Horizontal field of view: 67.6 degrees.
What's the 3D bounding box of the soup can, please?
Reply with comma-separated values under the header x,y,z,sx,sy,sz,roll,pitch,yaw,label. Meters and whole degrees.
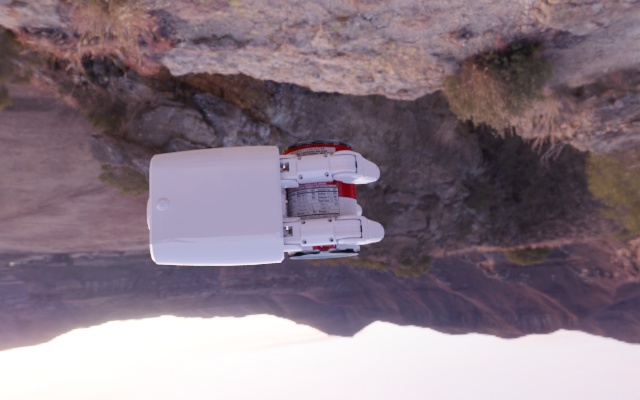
x,y,z,sx,sy,sz,roll,pitch,yaw,label
0.001,0.002,0.447,0.068,0.102,0.068,-3,-10,-1,soup can
